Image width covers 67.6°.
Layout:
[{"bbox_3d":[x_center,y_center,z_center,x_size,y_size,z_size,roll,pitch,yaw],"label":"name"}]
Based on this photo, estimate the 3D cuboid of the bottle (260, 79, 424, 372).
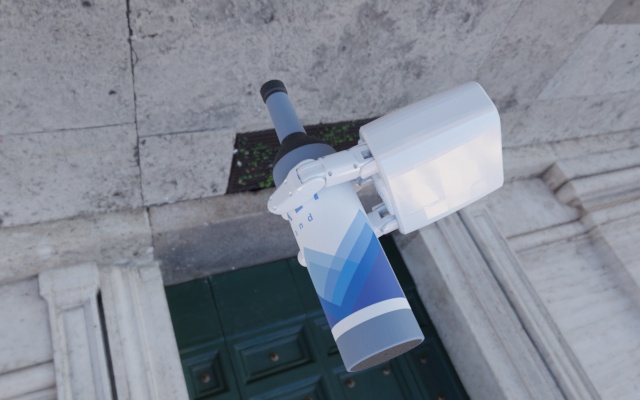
[{"bbox_3d":[0.000,0.002,0.442,0.069,0.295,0.069,-18,-27,-10],"label":"bottle"}]
